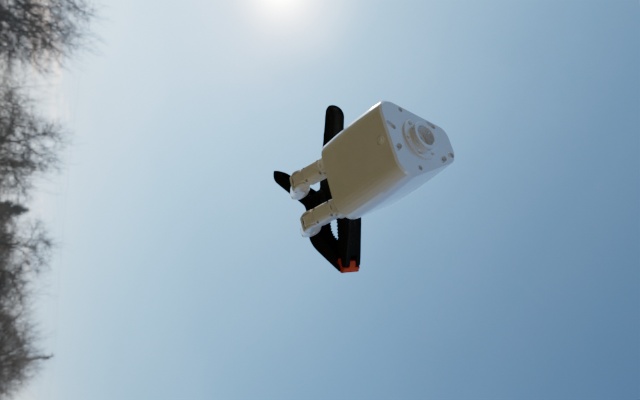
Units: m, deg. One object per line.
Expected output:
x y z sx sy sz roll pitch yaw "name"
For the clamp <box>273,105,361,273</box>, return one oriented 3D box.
0.001 0.003 0.640 0.036 0.210 0.165 1 -25 -37 "clamp"
